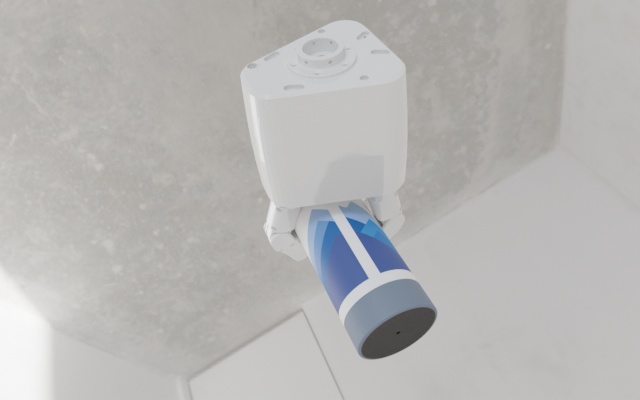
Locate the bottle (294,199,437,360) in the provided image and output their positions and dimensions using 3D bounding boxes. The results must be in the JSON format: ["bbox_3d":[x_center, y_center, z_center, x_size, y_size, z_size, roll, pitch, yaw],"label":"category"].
[{"bbox_3d":[0.000,0.002,0.445,0.069,0.069,0.295,0,41,-31],"label":"bottle"}]
